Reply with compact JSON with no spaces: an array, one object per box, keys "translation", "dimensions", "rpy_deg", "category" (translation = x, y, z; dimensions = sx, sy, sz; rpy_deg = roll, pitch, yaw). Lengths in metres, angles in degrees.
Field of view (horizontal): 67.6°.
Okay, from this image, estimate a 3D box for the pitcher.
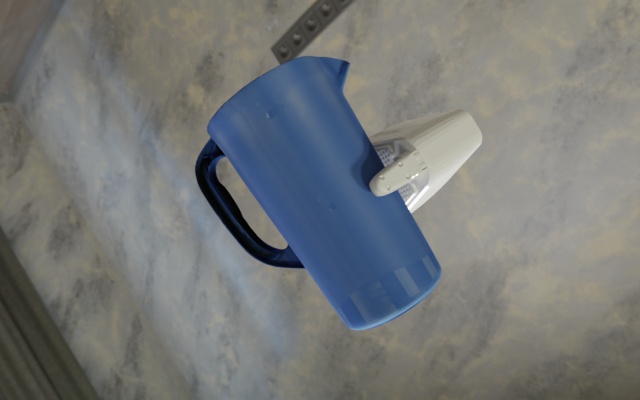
[{"translation":[0.000,0.001,0.462],"dimensions":[0.145,0.243,0.149],"rpy_deg":[-31,-1,-35],"category":"pitcher"}]
